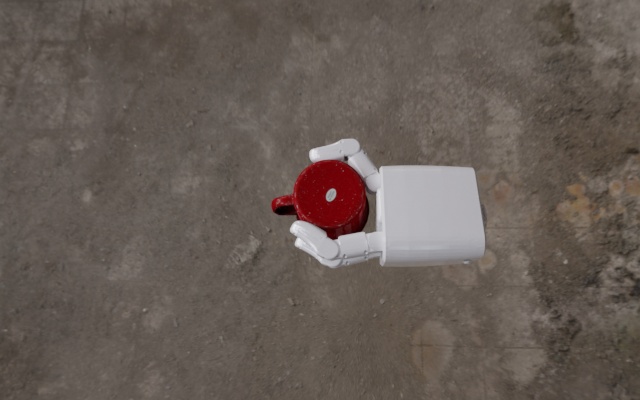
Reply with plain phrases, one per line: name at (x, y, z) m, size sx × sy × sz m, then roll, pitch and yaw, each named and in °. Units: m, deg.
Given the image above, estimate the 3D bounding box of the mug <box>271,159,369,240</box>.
mug at (-0.001, 0.002, 0.563) m, size 0.117 × 0.093 × 0.081 m, roll -2°, pitch -14°, yaw 4°
